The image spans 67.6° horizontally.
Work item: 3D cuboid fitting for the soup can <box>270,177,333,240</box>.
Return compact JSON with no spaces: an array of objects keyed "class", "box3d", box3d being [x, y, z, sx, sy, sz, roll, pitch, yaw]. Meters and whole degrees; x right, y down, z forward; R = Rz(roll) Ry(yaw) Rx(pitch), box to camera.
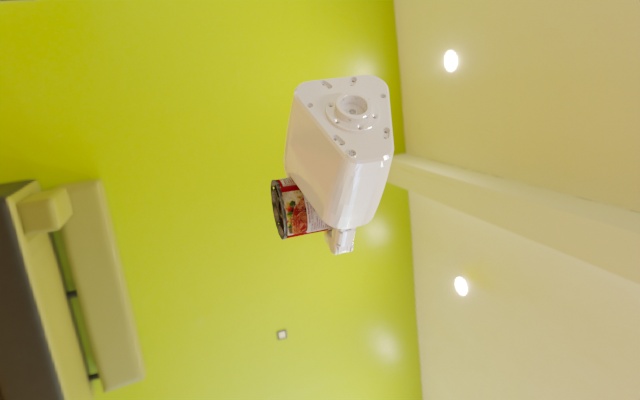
[{"class":"soup can","box3d":[0.000,0.002,0.543,0.102,0.068,0.068,-10,2,-14]}]
